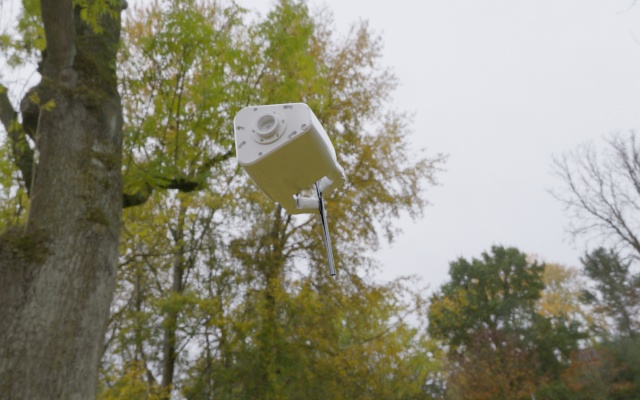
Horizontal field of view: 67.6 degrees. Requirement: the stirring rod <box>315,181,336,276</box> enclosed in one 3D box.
[{"bbox_3d":[0.000,0.002,0.741,0.011,0.239,0.011,-8,-28,-4],"label":"stirring rod"}]
